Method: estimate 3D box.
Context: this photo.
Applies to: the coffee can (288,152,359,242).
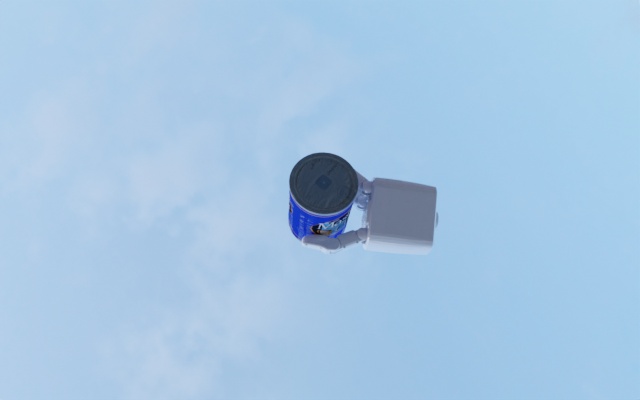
[{"bbox_3d":[0.000,0.002,0.760,0.103,0.102,0.140,0,-25,-5],"label":"coffee can"}]
